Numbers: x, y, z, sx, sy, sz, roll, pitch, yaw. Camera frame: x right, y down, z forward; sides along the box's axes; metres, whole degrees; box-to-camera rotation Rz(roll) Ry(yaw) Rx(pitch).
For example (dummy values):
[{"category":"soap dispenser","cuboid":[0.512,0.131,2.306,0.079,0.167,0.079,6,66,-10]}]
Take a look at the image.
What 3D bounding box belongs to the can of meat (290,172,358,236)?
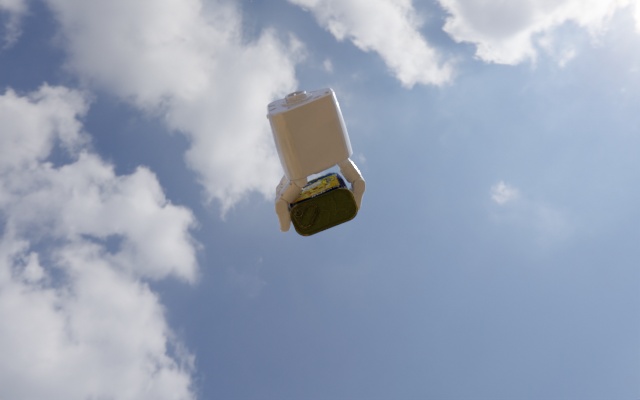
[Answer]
[{"category":"can of meat","cuboid":[0.000,0.002,0.759,0.102,0.057,0.084,-21,25,1]}]
